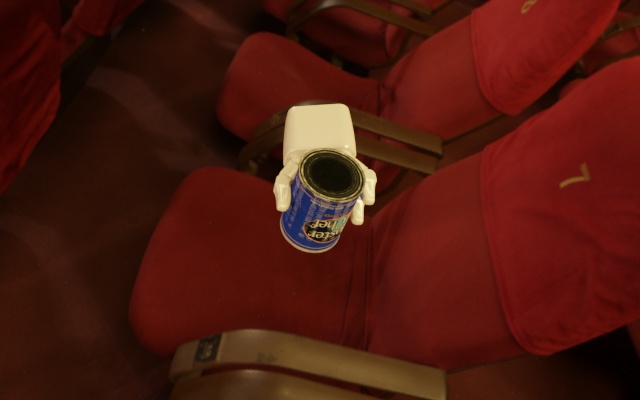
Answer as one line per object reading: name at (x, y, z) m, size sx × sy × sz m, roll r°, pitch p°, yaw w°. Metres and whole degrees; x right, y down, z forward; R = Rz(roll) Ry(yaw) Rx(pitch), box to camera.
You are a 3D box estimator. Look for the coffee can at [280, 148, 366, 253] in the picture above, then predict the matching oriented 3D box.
coffee can at (0.000, 0.003, 0.744) m, size 0.103 × 0.102 × 0.140 m, roll 0°, pitch -36°, yaw -18°
